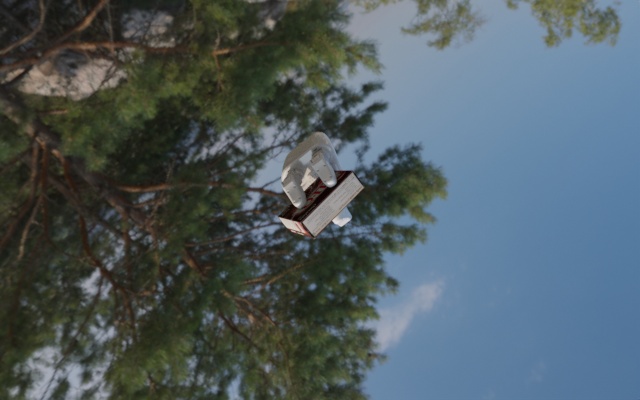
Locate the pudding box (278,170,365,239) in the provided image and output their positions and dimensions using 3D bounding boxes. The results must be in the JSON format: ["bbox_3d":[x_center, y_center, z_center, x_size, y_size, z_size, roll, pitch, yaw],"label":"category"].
[{"bbox_3d":[0.000,0.002,0.715,0.113,0.039,0.090,-47,20,-15],"label":"pudding box"}]
